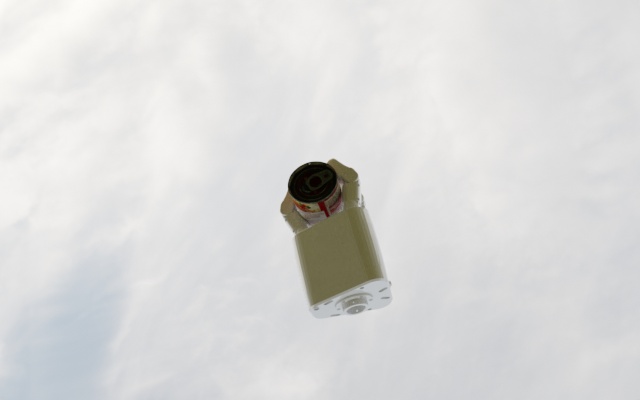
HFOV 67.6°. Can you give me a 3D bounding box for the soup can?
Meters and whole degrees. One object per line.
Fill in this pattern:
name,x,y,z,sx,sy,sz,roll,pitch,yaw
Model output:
soup can,0.000,0.002,0.669,0.068,0.068,0.102,0,-33,15
